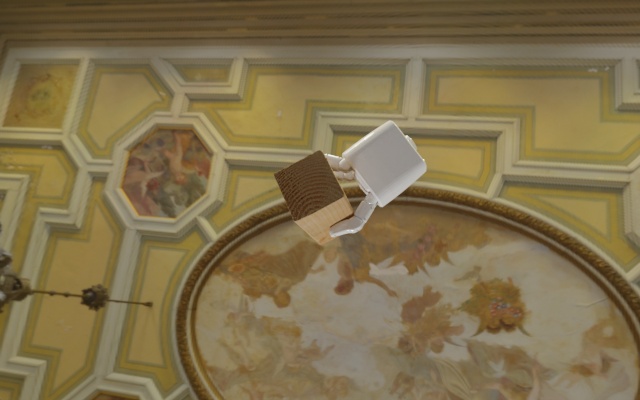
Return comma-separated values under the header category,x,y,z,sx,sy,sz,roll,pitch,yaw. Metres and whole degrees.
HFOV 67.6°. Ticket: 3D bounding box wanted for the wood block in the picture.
category,x,y,z,sx,sy,sz,roll,pitch,yaw
wood block,0.001,0.003,0.838,0.090,0.090,0.206,-27,-19,3
